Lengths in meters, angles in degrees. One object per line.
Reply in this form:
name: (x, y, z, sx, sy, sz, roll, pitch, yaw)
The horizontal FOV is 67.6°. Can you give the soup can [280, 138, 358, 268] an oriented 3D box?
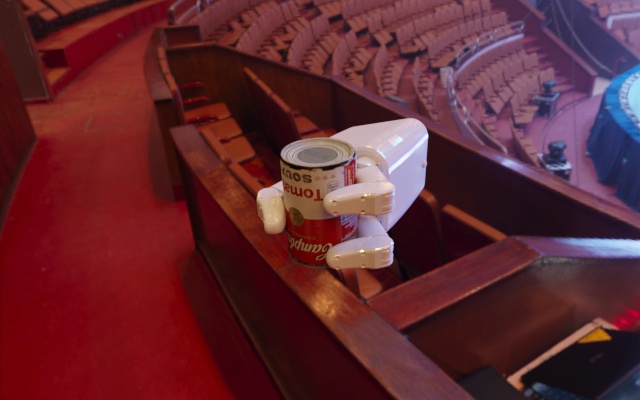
soup can: (0.000, 0.001, 0.438, 0.068, 0.102, 0.068, -2, 29, 1)
